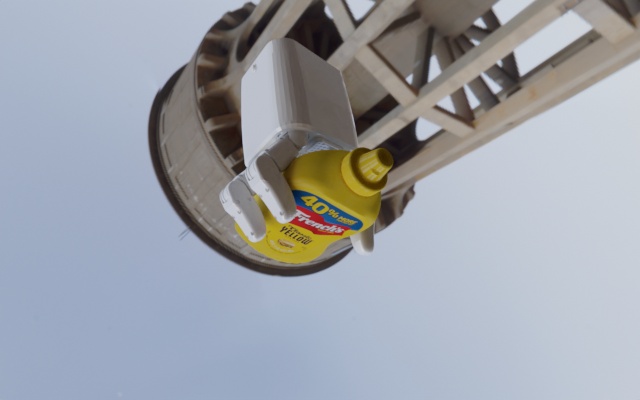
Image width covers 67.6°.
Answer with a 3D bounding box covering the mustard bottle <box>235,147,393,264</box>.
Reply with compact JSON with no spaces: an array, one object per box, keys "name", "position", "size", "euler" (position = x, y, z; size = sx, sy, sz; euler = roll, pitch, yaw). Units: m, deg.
[{"name":"mustard bottle","position":[0.000,0.002,0.450],"size":[0.096,0.058,0.192],"euler":[30,-37,-20]}]
